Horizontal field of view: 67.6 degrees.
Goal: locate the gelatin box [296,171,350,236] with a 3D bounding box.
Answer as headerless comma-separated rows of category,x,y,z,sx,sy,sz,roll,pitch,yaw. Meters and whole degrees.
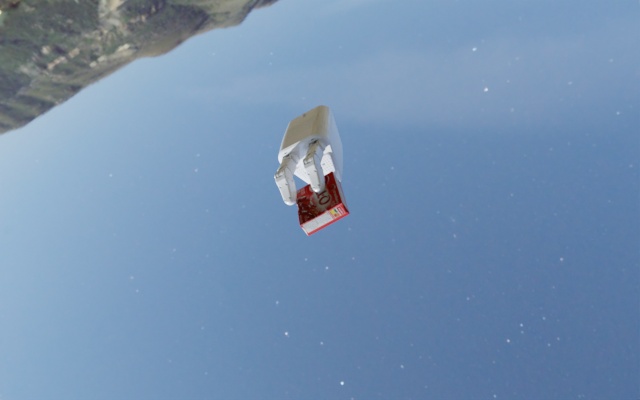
gelatin box,0.000,0.003,0.740,0.073,0.030,0.089,-28,36,11
